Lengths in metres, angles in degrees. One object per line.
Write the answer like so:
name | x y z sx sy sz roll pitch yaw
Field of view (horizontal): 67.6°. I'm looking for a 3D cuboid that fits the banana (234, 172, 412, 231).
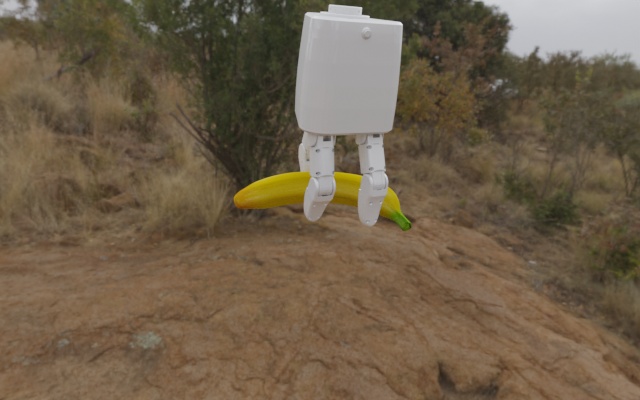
banana | 0.004 -0.007 0.544 0.198 0.037 0.069 6 31 -1
